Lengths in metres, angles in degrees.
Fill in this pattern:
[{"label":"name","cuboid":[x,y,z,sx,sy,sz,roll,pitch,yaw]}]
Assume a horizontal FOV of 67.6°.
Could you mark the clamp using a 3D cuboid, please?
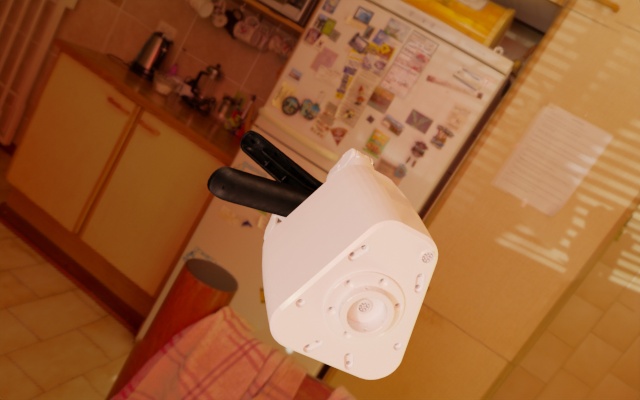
[{"label":"clamp","cuboid":[0.001,0.001,0.451,0.210,0.036,0.164,28,18,-16]}]
